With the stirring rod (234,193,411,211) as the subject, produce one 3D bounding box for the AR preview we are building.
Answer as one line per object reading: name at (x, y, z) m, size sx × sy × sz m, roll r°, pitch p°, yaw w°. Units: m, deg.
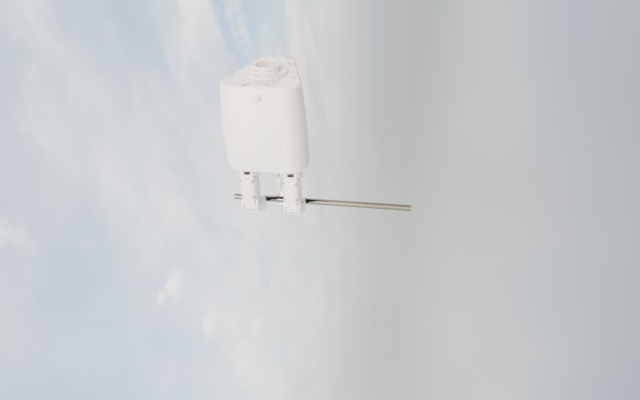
stirring rod at (0.000, 0.002, 0.644) m, size 0.239 × 0.011 × 0.011 m, roll 4°, pitch 0°, yaw 9°
